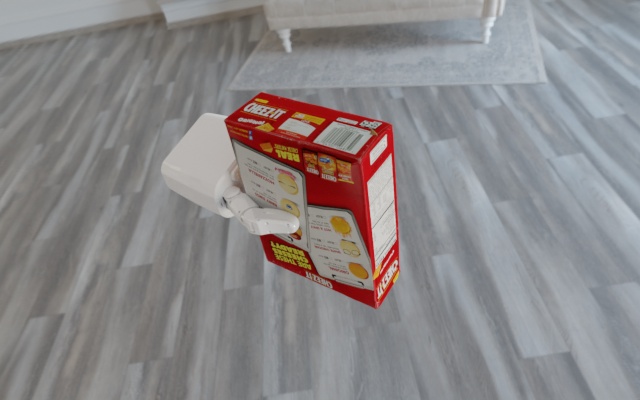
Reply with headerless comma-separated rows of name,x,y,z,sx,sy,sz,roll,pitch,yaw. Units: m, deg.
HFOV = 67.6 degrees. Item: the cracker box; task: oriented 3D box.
cracker box,0.000,0.002,0.522,0.164,0.214,0.072,19,49,30
